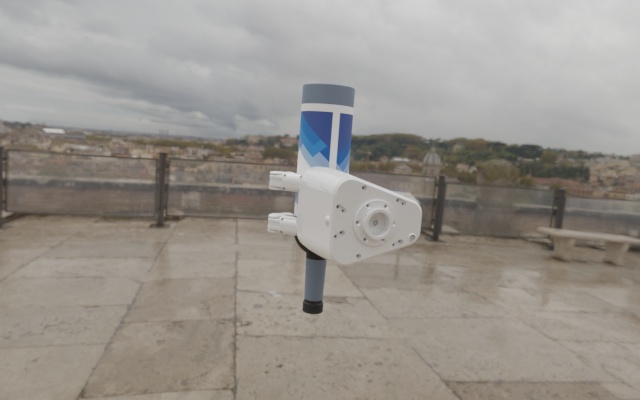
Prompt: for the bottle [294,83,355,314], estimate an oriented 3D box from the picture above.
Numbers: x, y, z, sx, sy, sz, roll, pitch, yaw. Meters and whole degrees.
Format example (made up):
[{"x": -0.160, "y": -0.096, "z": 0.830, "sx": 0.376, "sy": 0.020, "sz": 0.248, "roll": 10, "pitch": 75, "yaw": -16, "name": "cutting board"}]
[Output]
[{"x": 0.000, "y": 0.002, "z": 0.622, "sx": 0.069, "sy": 0.296, "sz": 0.069, "roll": 4, "pitch": 7, "yaw": 0, "name": "bottle"}]
